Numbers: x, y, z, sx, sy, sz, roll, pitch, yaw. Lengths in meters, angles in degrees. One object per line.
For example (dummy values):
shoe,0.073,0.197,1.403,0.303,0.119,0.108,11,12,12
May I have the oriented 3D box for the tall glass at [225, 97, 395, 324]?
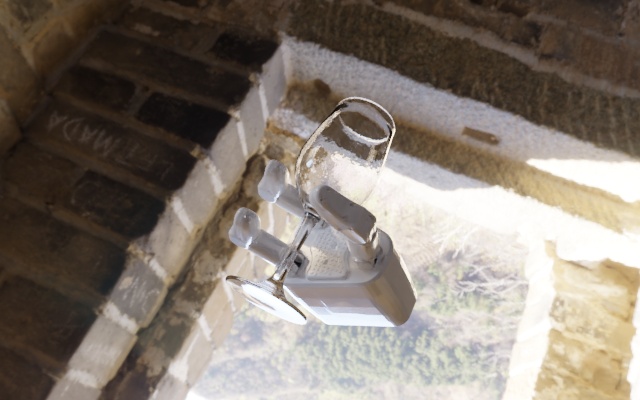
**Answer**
tall glass,0.000,0.002,0.422,0.079,0.201,0.079,24,-24,11
